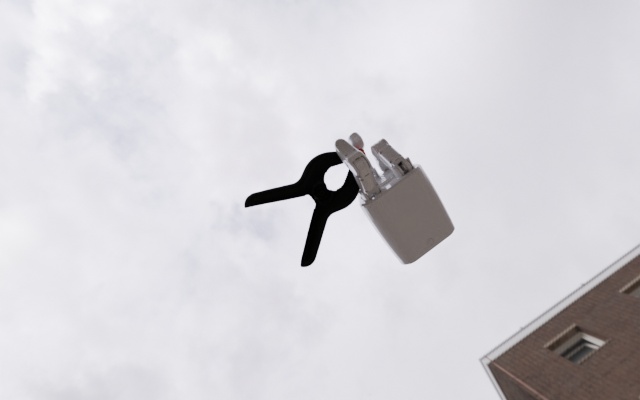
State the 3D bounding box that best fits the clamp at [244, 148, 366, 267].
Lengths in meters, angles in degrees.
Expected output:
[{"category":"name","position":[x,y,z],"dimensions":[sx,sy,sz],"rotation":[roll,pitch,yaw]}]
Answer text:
[{"category":"clamp","position":[0.000,0.002,0.631],"dimensions":[0.171,0.120,0.039],"rotation":[-35,13,-8]}]
